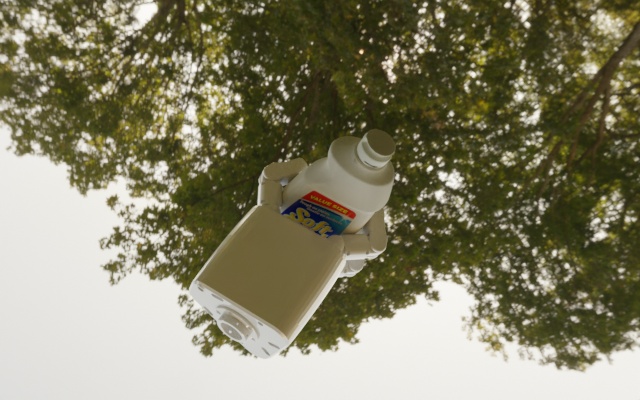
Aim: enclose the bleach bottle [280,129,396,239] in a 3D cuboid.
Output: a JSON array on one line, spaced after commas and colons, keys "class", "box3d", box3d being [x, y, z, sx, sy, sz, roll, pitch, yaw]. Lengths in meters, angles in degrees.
[{"class": "bleach bottle", "box3d": [0.000, 0.002, 0.517, 0.102, 0.068, 0.251, 39, -36, 0]}]
